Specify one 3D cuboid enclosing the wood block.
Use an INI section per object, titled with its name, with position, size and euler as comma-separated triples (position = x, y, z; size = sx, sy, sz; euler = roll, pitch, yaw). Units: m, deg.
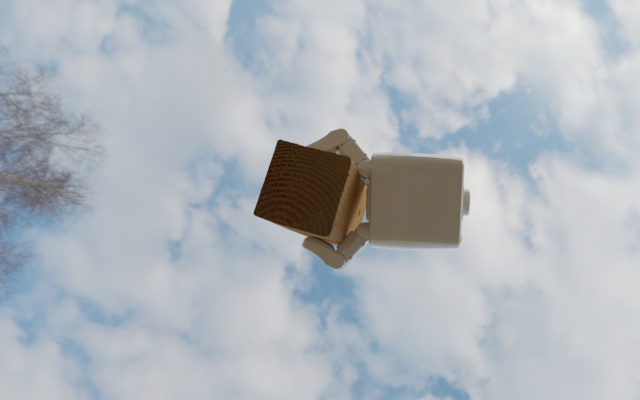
[wood block]
position = 0.000, 0.002, 0.607
size = 0.090, 0.091, 0.206
euler = 16, -6, 14
